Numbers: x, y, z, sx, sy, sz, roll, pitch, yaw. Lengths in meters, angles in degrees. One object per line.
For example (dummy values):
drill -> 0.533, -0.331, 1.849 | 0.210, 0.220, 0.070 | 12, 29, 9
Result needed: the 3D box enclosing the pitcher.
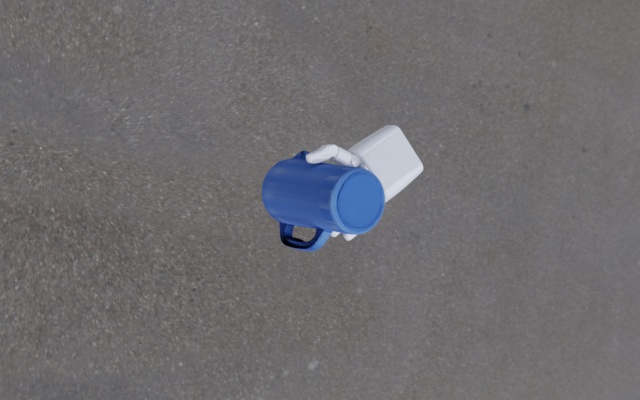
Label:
pitcher -> 0.000, 0.003, 0.856 | 0.145, 0.149, 0.243 | -34, 21, -23
